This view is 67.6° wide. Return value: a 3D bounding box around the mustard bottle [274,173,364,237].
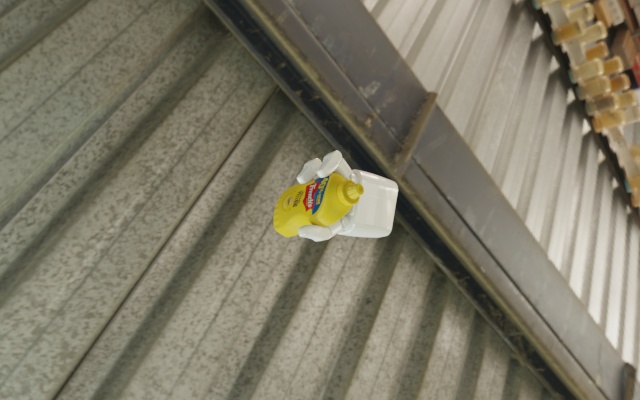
[{"bbox_3d":[0.000,0.003,0.817,0.058,0.096,0.191,37,-35,-29],"label":"mustard bottle"}]
